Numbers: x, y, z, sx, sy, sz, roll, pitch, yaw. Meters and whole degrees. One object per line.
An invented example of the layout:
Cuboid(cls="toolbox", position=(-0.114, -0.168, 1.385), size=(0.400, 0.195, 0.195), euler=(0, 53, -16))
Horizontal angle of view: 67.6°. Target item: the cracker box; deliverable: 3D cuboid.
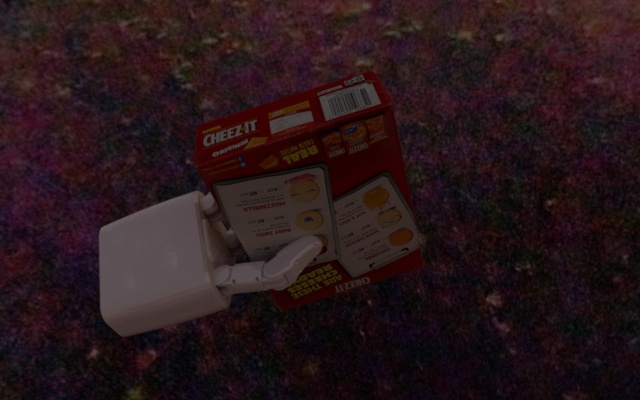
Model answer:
Cuboid(cls="cracker box", position=(0.000, 0.002, 0.460), size=(0.164, 0.214, 0.072), euler=(-18, 43, 4))
